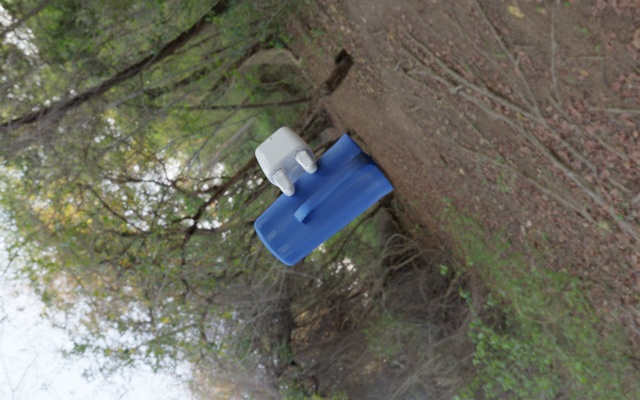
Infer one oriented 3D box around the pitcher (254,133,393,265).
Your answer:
[{"bbox_3d":[0.000,0.003,0.857,0.149,0.243,0.145,46,4,-41],"label":"pitcher"}]
